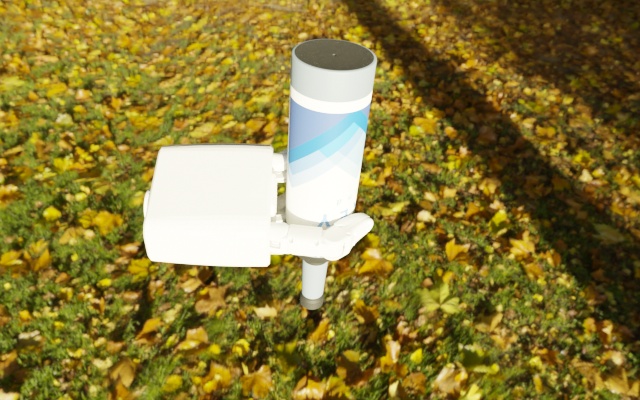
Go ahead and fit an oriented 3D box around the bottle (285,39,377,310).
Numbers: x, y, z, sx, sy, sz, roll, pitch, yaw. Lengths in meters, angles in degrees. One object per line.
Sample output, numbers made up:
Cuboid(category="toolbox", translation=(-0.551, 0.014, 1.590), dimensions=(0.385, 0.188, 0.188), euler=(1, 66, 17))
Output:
Cuboid(category="bottle", translation=(0.000, 0.001, 0.460), dimensions=(0.069, 0.296, 0.069), euler=(3, 39, -3))
